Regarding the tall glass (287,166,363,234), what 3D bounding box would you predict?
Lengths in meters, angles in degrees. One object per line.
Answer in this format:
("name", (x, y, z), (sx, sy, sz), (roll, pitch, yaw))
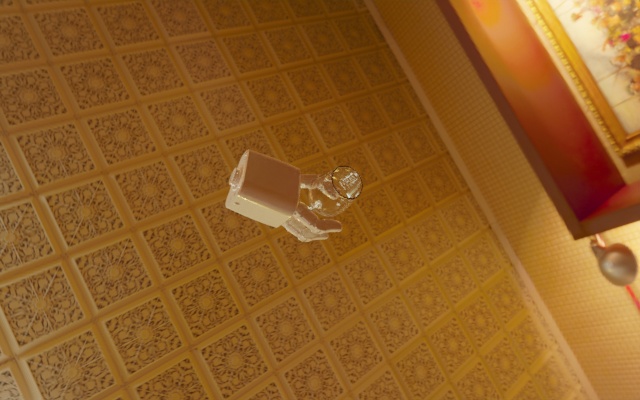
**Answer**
("tall glass", (0.000, 0.003, 0.890), (0.079, 0.079, 0.201), (0, -20, -30))
